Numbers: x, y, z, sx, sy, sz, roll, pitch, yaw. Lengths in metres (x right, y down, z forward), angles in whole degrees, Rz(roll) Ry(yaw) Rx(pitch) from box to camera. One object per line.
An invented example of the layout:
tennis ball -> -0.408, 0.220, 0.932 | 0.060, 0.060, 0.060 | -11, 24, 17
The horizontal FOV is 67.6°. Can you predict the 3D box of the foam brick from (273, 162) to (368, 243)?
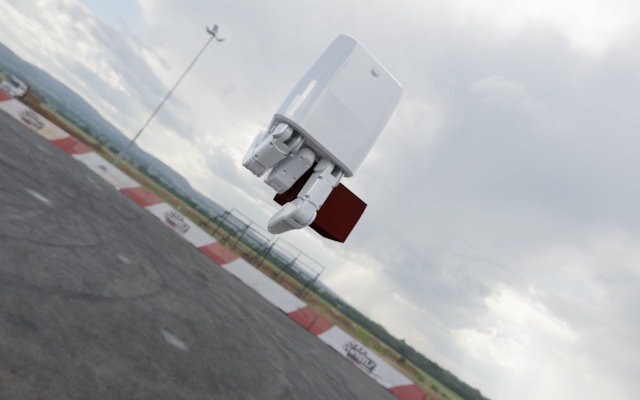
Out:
foam brick -> 0.000, 0.002, 0.509 | 0.078, 0.051, 0.053 | 38, -12, -24
